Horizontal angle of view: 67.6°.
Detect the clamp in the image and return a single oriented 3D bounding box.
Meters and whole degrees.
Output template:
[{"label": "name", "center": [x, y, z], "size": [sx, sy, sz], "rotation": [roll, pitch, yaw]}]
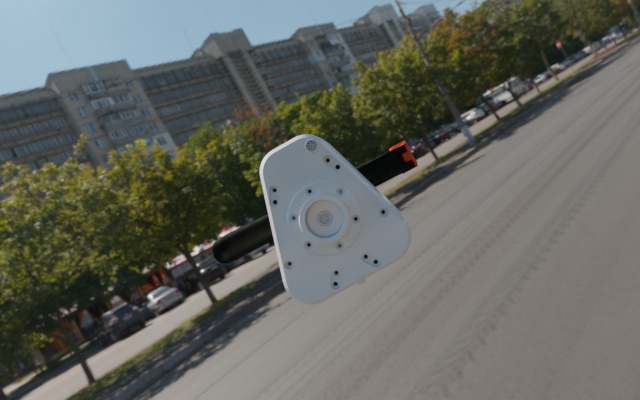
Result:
[{"label": "clamp", "center": [0.000, 0.001, 0.503], "size": [0.210, 0.036, 0.164], "rotation": [-28, -1, 3]}]
